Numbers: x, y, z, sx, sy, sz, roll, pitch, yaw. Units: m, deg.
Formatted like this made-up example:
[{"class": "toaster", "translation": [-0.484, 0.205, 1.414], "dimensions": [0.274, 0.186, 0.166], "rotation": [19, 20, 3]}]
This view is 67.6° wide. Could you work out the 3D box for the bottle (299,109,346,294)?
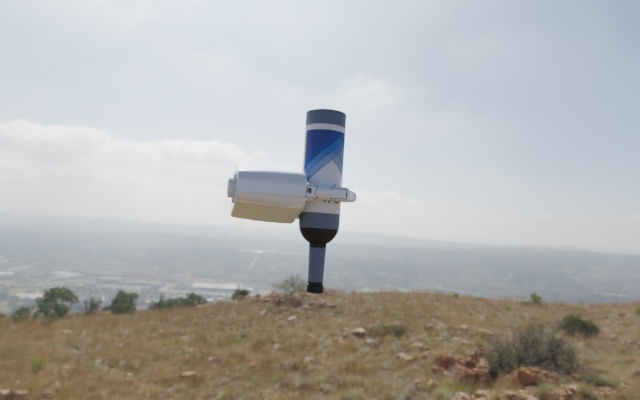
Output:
[{"class": "bottle", "translation": [0.000, 0.002, 0.783], "dimensions": [0.069, 0.295, 0.069], "rotation": [4, -4, 0]}]
